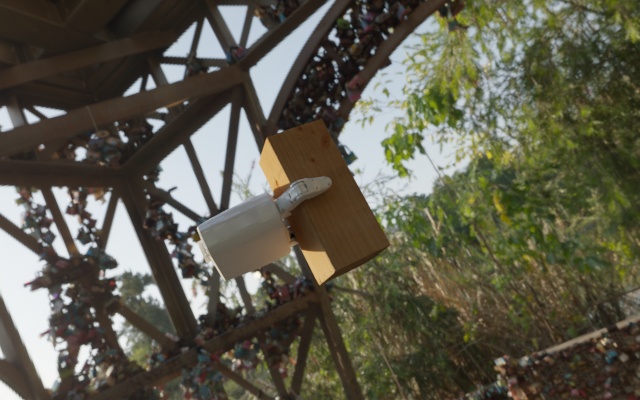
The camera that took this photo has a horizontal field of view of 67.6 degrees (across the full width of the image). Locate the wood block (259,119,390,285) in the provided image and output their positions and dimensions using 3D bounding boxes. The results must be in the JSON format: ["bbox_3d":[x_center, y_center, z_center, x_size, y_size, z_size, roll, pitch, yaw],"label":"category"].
[{"bbox_3d":[0.000,0.002,0.681,0.090,0.206,0.091,-22,-14,-23],"label":"wood block"}]
